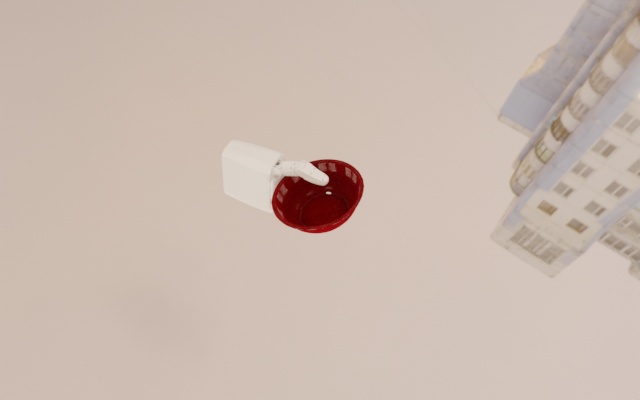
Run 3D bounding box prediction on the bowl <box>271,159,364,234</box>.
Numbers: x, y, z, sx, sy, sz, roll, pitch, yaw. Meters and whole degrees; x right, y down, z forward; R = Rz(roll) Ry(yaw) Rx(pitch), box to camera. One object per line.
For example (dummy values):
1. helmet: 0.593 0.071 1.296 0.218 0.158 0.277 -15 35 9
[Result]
1. bowl: 0.001 0.003 0.825 0.162 0.162 0.055 0 -41 19
